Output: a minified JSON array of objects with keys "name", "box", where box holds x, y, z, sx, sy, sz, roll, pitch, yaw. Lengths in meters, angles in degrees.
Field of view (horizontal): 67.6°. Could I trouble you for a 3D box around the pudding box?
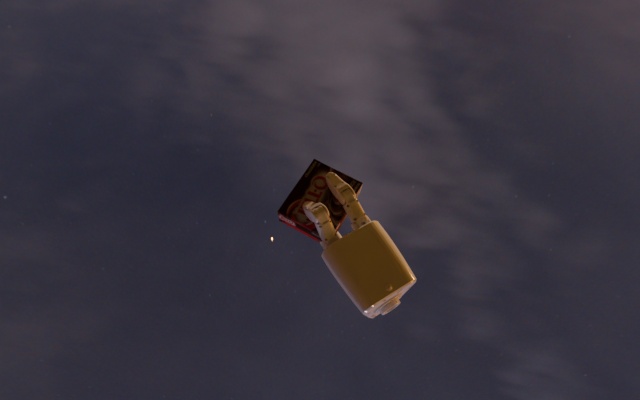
[{"name":"pudding box","box":[0.000,0.003,0.741,0.090,0.113,0.039,28,-26,12]}]
